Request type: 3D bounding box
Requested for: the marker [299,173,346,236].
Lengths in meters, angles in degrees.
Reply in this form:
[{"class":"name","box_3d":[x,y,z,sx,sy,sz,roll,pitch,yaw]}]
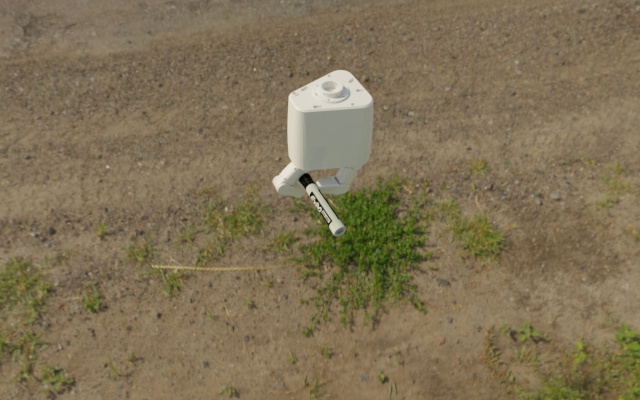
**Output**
[{"class":"marker","box_3d":[0.000,0.002,0.682,0.020,0.020,0.121,0,42,-36]}]
